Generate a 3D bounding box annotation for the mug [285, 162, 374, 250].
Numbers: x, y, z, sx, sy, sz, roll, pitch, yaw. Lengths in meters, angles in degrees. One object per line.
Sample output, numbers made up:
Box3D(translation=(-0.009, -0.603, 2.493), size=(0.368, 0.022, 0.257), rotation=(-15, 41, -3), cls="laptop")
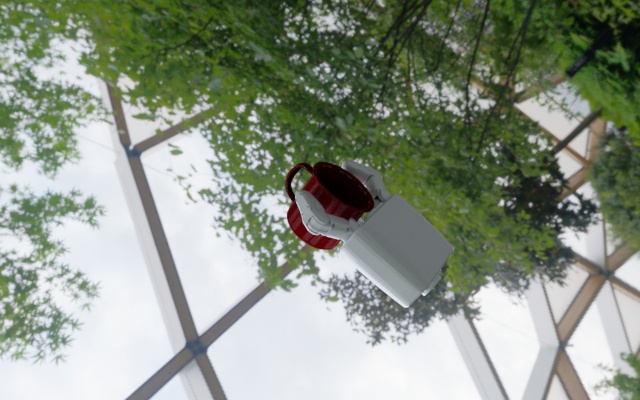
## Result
Box3D(translation=(-0.001, 0.001, 0.623), size=(0.117, 0.081, 0.093), rotation=(42, 27, 10), cls="mug")
